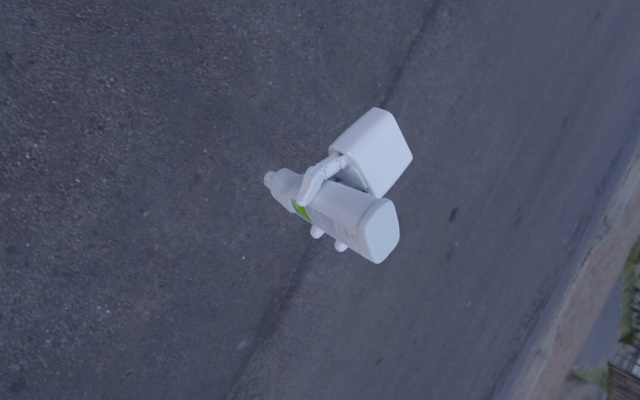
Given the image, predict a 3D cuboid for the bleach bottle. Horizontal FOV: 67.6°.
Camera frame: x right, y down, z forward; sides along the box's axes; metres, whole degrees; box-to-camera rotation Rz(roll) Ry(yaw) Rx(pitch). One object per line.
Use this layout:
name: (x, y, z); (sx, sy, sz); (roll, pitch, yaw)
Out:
bleach bottle: (0.000, 0.003, 0.734); (0.250, 0.103, 0.068); (27, 62, 37)
